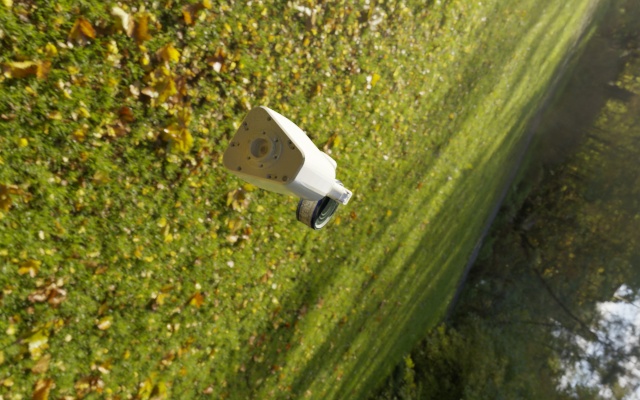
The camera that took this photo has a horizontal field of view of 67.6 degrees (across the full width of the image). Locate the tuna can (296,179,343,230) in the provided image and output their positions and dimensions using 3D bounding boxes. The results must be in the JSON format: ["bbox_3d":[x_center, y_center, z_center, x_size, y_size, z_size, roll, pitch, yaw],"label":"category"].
[{"bbox_3d":[0.001,0.003,0.739,0.033,0.086,0.086,29,10,19],"label":"tuna can"}]
